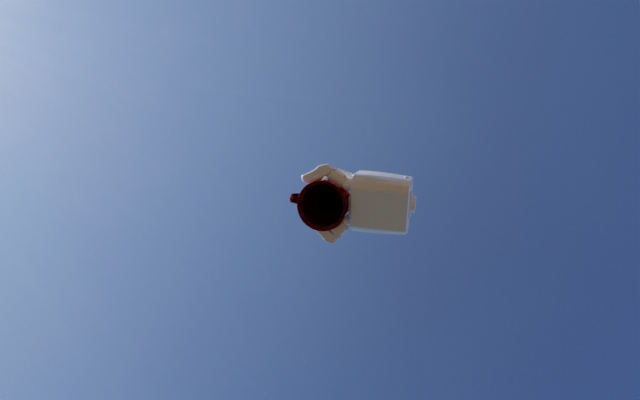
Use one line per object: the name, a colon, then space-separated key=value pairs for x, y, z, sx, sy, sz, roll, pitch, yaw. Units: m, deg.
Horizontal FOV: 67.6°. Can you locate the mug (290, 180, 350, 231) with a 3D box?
mug: x=-0.001 y=0.003 z=0.900 sx=0.117 sy=0.093 sz=0.081 roll=7 pitch=10 yaw=14
